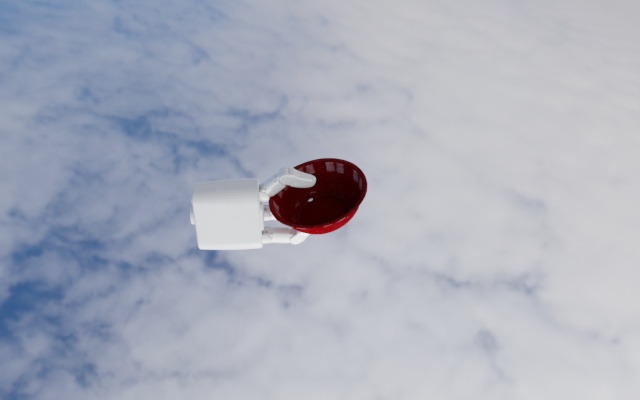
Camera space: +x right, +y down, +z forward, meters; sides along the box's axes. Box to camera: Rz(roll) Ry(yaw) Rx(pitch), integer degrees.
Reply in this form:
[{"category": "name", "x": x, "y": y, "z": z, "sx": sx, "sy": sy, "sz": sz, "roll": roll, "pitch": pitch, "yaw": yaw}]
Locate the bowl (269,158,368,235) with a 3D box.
[{"category": "bowl", "x": 0.002, "y": 0.003, "z": 0.775, "sx": 0.162, "sy": 0.055, "sz": 0.162, "roll": -9, "pitch": 43, "yaw": 9}]
